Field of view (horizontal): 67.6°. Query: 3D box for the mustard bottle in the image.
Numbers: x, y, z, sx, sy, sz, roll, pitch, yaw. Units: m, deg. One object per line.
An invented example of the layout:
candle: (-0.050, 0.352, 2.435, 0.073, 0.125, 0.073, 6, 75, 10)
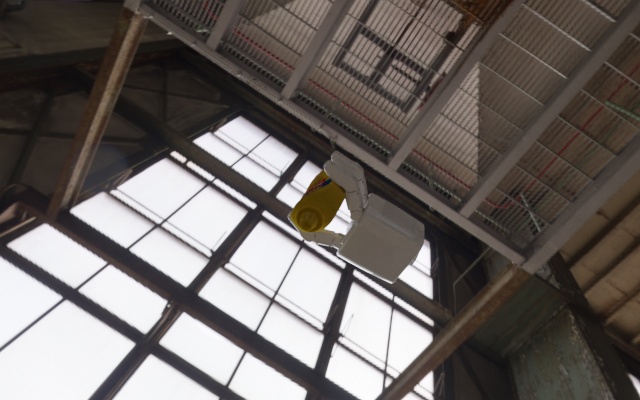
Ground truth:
mustard bottle: (0.000, 0.002, 0.760, 0.096, 0.058, 0.191, -35, 10, 22)
